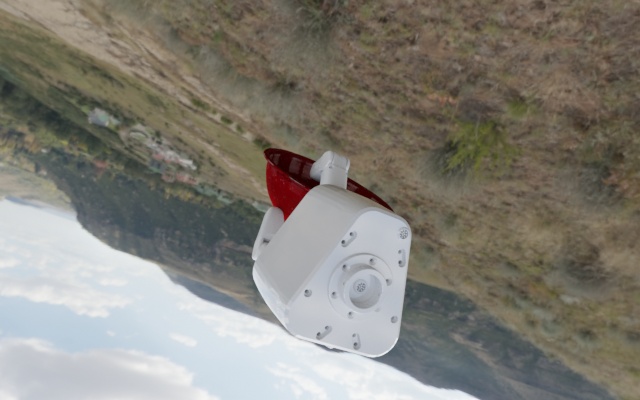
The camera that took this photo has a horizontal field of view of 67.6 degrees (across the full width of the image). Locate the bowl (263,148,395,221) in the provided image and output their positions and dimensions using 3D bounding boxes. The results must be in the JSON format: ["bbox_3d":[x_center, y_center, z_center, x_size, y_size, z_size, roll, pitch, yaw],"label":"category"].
[{"bbox_3d":[0.000,0.002,0.536,0.162,0.055,0.162,25,14,-7],"label":"bowl"}]
